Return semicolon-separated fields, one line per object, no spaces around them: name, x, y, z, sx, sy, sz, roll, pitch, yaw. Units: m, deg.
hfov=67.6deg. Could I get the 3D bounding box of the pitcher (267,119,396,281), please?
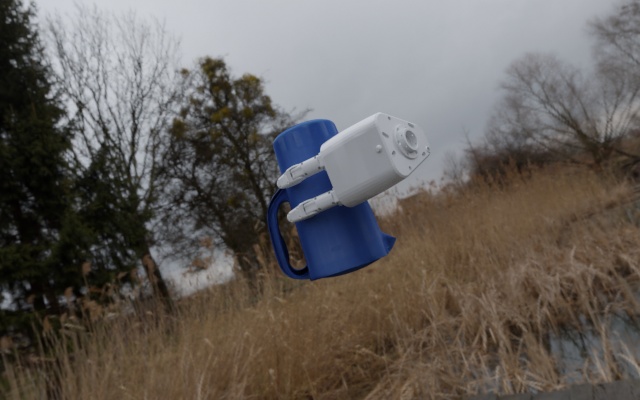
pitcher;0.000;0.002;0.765;0.149;0.243;0.145;-12;-11;-46
